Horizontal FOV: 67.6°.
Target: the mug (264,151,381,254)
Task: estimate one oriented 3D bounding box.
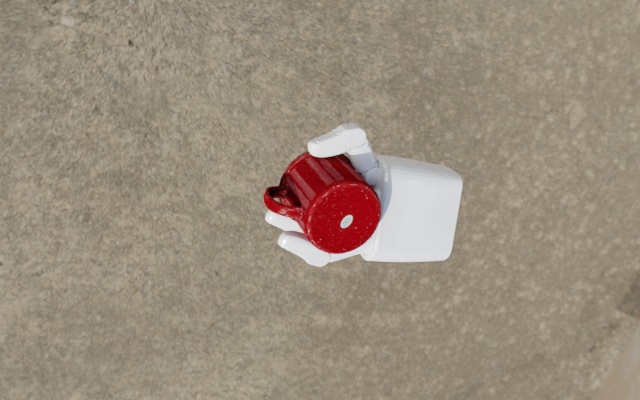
[{"bbox_3d":[-0.001,0.002,0.490,0.117,0.093,0.081,4,23,-23],"label":"mug"}]
